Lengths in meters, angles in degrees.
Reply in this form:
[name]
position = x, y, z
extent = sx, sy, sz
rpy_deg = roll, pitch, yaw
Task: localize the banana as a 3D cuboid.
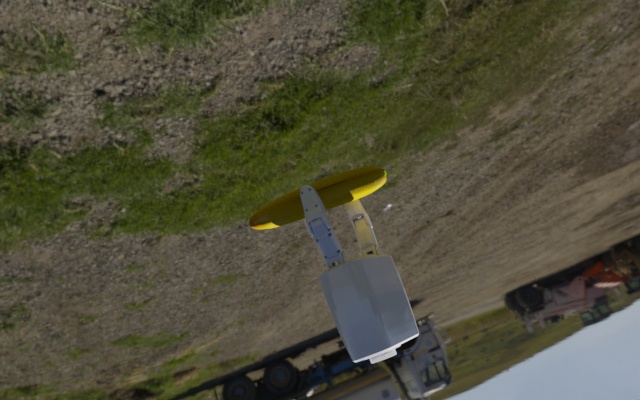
[banana]
position = 0.005, -0.004, 0.600
extent = 0.198, 0.037, 0.070
rpy_deg = -19, -12, -12
